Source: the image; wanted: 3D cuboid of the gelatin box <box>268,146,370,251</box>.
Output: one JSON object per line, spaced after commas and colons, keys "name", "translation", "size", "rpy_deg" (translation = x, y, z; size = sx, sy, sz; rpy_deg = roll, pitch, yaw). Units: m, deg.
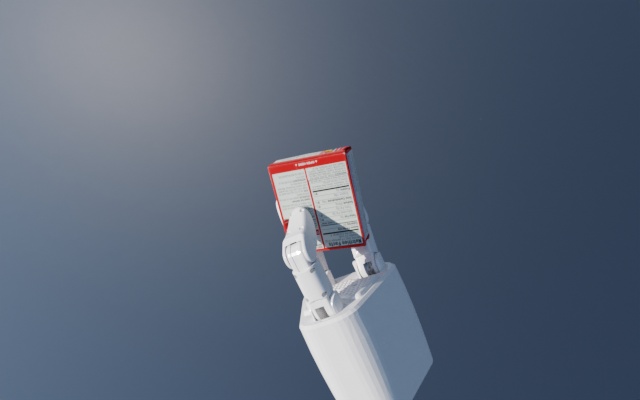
{"name": "gelatin box", "translation": [0.000, 0.001, 0.434], "size": [0.073, 0.089, 0.030], "rpy_deg": [-9, 15, 18]}
